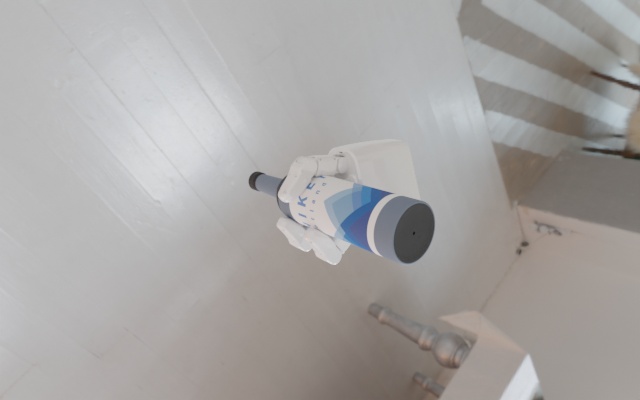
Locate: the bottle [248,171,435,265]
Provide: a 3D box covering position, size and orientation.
[{"bbox_3d":[0.000,0.002,0.581,0.069,0.069,0.295,0,12,-40],"label":"bottle"}]
